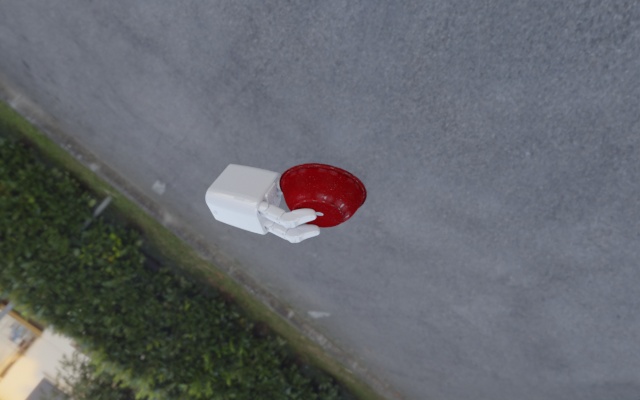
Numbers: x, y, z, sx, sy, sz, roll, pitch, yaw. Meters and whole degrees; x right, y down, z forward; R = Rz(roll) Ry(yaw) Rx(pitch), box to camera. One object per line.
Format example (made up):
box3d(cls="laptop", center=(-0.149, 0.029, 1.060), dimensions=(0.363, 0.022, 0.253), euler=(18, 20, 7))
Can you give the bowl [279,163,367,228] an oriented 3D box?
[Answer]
box3d(cls="bowl", center=(0.001, 0.003, 0.853), dimensions=(0.162, 0.055, 0.162), euler=(7, -32, 5))
